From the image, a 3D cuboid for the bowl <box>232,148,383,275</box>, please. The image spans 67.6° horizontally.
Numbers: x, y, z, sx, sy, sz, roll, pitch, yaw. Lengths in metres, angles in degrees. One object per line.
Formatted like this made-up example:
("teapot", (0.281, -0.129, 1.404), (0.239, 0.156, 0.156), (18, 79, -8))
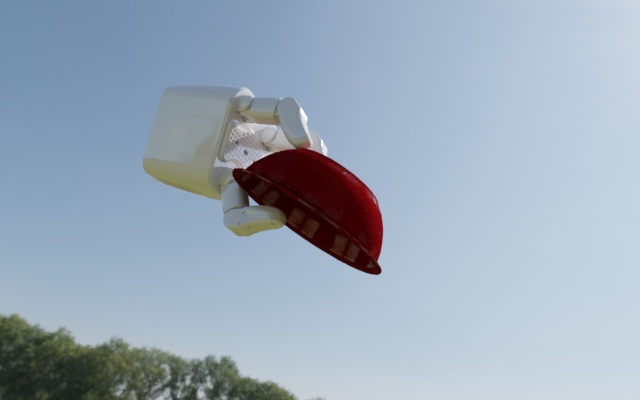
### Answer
("bowl", (0.001, 0.002, 0.438), (0.162, 0.055, 0.162), (34, -12, 8))
